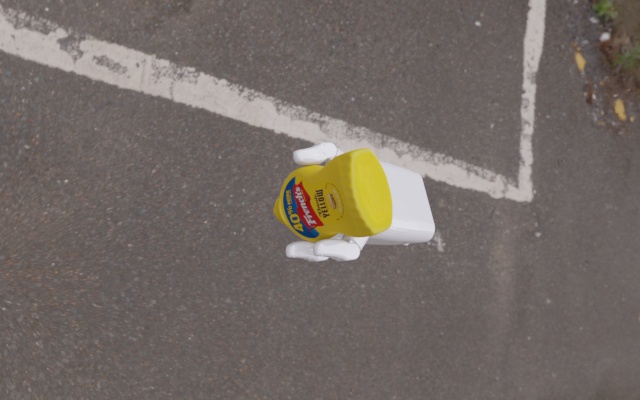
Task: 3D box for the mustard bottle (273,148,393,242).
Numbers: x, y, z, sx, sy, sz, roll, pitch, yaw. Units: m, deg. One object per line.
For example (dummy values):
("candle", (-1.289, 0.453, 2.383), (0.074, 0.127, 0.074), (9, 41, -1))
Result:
("mustard bottle", (0.000, 0.002, 0.589), (0.058, 0.096, 0.191), (-19, 4, -38))
